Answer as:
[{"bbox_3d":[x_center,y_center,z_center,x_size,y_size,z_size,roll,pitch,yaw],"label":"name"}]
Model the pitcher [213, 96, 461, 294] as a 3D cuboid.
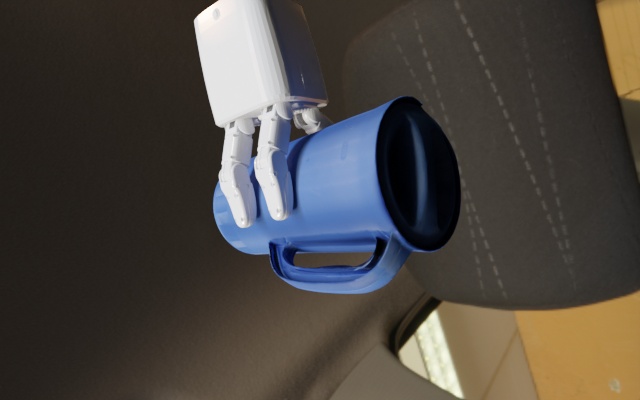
[{"bbox_3d":[0.000,0.001,0.472,0.243,0.145,0.149,-11,6,42],"label":"pitcher"}]
